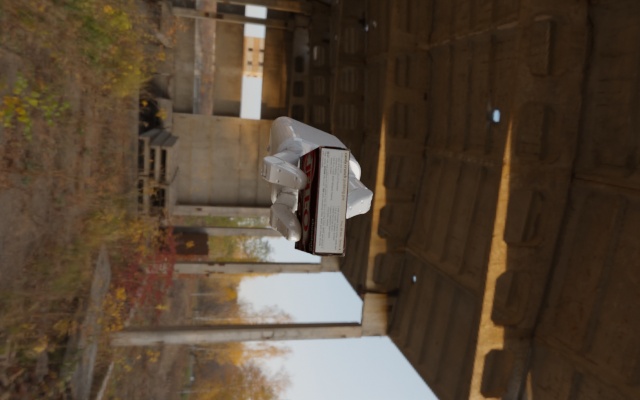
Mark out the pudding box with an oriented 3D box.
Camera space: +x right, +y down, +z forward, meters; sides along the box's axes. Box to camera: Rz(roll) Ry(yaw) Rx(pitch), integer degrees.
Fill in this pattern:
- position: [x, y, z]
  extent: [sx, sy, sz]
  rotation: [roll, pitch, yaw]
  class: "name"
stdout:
- position: [0.000, 0.002, 0.519]
  extent: [0.039, 0.113, 0.090]
  rotation: [2, -2, -14]
  class: "pudding box"
